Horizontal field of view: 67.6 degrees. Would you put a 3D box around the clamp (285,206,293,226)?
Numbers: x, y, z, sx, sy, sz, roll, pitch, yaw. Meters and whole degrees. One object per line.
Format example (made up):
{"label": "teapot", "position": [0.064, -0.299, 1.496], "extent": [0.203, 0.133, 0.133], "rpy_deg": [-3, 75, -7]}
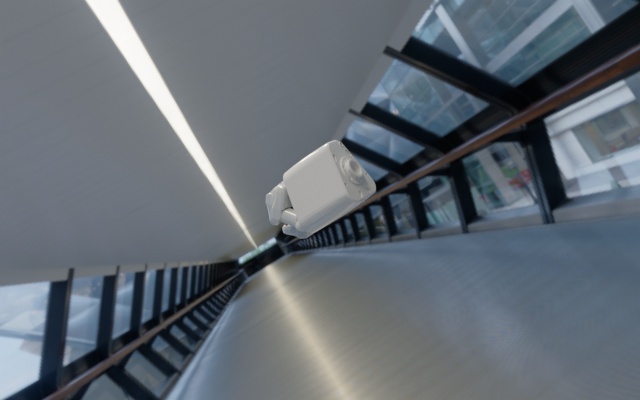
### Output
{"label": "clamp", "position": [0.000, 0.002, 0.869], "extent": [0.120, 0.039, 0.171], "rpy_deg": [-34, -4, 35]}
